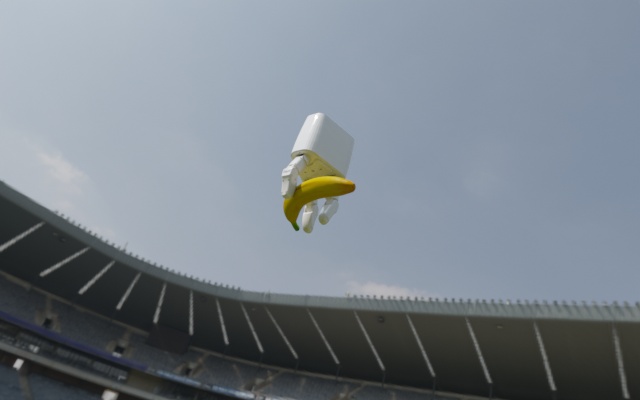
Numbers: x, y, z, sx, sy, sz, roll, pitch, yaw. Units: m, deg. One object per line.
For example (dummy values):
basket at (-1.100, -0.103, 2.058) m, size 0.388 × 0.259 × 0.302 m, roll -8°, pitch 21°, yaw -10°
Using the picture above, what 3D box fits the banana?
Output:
banana at (-0.017, -0.005, 0.863) m, size 0.069 × 0.037 × 0.198 m, roll 32°, pitch -37°, yaw -18°
